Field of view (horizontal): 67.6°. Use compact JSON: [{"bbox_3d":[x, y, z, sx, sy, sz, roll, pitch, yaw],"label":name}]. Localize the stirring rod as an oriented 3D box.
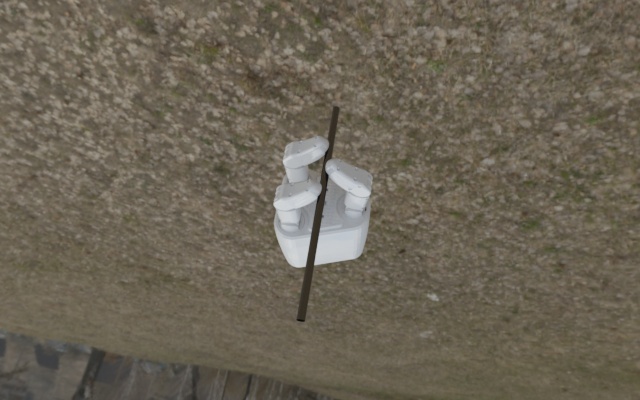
[{"bbox_3d":[0.000,0.002,0.478,0.011,0.239,0.011,7,-28,4],"label":"stirring rod"}]
